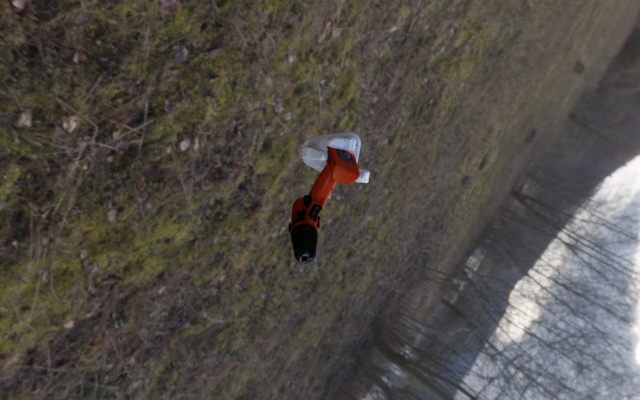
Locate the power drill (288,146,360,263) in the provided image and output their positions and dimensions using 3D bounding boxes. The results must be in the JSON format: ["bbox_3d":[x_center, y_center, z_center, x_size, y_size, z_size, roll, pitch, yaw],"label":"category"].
[{"bbox_3d":[0.000,0.002,0.877,0.057,0.188,0.184,24,26,-19],"label":"power drill"}]
